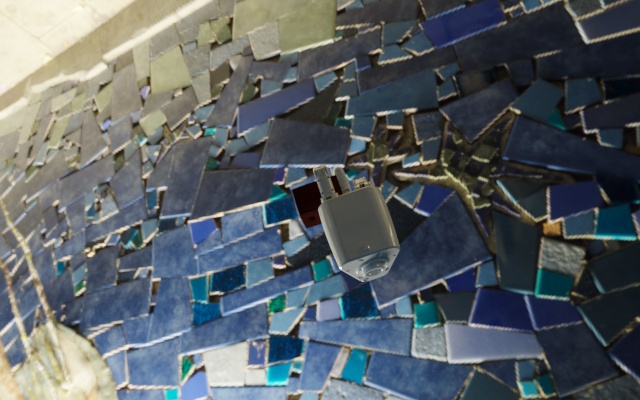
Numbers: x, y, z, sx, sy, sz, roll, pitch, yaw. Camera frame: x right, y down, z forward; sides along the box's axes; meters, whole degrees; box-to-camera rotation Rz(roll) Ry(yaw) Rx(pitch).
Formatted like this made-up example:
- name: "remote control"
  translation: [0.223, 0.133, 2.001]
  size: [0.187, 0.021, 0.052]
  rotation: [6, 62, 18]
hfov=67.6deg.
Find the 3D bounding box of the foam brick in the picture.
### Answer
- name: "foam brick"
  translation: [0.000, 0.003, 0.773]
  size: [0.078, 0.051, 0.053]
  rotation: [-19, -30, 2]
